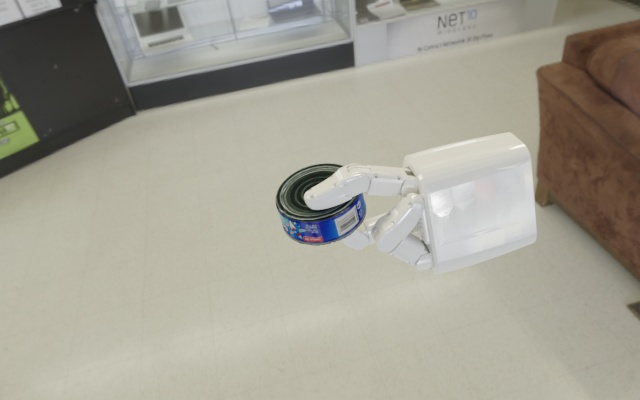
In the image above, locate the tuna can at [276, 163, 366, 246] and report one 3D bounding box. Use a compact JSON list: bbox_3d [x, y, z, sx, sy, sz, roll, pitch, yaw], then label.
[{"bbox_3d":[0.000,0.001,0.466,0.086,0.034,0.086,-9,40,8],"label":"tuna can"}]
